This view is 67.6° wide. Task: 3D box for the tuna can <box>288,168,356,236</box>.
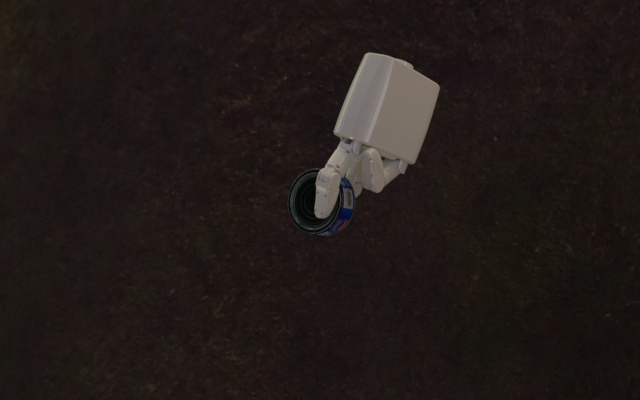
[{"bbox_3d":[0.000,0.002,0.612,0.086,0.086,0.034,0,-5,35],"label":"tuna can"}]
